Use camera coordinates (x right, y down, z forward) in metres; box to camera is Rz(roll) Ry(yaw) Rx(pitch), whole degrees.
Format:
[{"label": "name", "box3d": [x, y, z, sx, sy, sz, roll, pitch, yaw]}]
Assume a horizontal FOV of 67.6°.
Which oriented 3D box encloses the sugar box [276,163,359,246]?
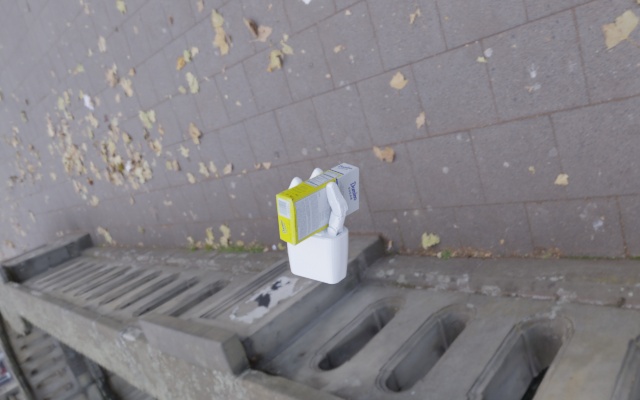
[{"label": "sugar box", "box3d": [0.000, 0.003, 0.880, 0.048, 0.093, 0.176, 21, 36, 37]}]
